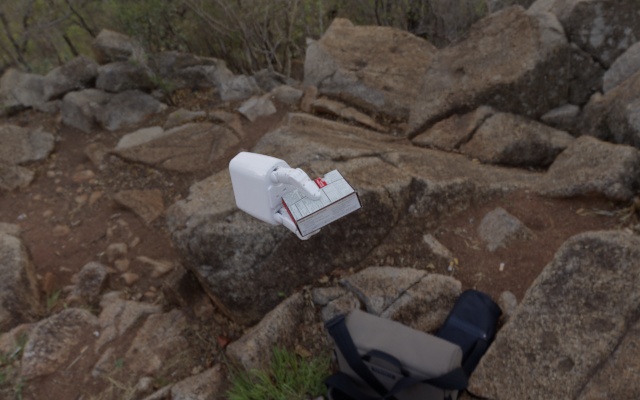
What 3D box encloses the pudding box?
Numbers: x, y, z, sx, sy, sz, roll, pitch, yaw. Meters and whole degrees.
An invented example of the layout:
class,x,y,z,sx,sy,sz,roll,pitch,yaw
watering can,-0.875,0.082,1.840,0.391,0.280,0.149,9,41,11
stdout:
class,x,y,z,sx,sy,sz,roll,pitch,yaw
pudding box,0.000,0.002,0.788,0.113,0.039,0.090,-28,35,-5
